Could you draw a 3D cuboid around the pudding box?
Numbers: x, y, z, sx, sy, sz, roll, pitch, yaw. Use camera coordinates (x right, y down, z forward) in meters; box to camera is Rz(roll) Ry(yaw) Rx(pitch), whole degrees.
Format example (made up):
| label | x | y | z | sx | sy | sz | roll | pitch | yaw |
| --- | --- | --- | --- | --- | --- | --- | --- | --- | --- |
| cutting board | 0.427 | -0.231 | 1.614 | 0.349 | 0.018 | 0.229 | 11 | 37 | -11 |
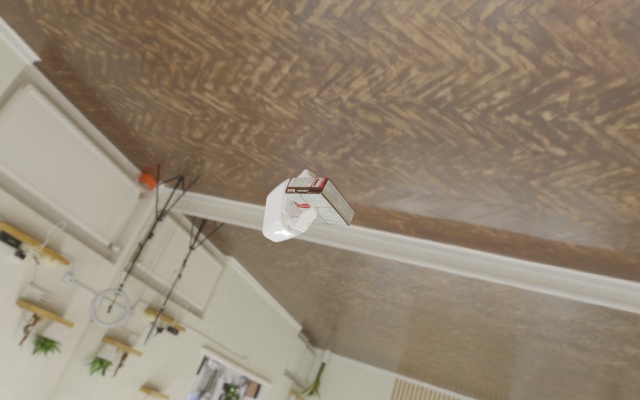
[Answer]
| label | x | y | z | sx | sy | sz | roll | pitch | yaw |
| --- | --- | --- | --- | --- | --- | --- | --- | --- | --- |
| pudding box | 0.000 | 0.003 | 0.894 | 0.090 | 0.039 | 0.113 | 1 | -33 | 37 |
